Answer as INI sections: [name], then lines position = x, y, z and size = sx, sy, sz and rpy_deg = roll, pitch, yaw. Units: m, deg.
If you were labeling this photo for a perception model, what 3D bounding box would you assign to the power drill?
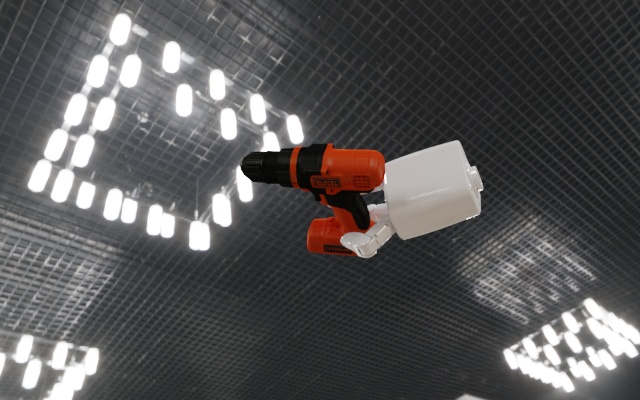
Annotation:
[power drill]
position = 0.000, 0.002, 0.642
size = 0.184, 0.057, 0.188
rpy_deg = 3, -36, 17
